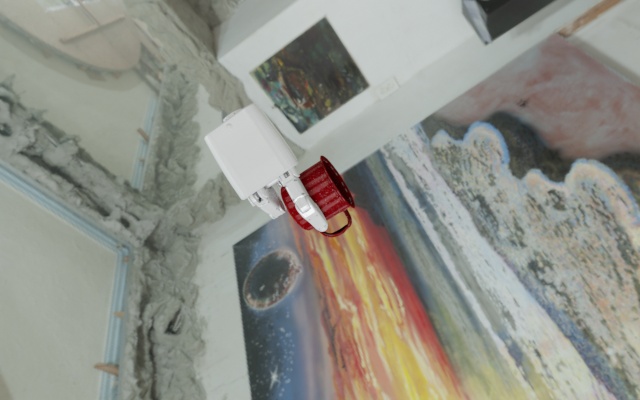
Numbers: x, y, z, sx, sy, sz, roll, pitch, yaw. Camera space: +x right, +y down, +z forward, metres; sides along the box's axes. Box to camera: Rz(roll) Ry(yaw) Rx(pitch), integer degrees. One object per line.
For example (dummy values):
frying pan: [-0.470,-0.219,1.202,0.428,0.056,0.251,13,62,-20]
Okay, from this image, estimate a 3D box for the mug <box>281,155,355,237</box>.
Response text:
mug: [0.001,0.004,0.723,0.081,0.117,0.093,-32,4,12]
